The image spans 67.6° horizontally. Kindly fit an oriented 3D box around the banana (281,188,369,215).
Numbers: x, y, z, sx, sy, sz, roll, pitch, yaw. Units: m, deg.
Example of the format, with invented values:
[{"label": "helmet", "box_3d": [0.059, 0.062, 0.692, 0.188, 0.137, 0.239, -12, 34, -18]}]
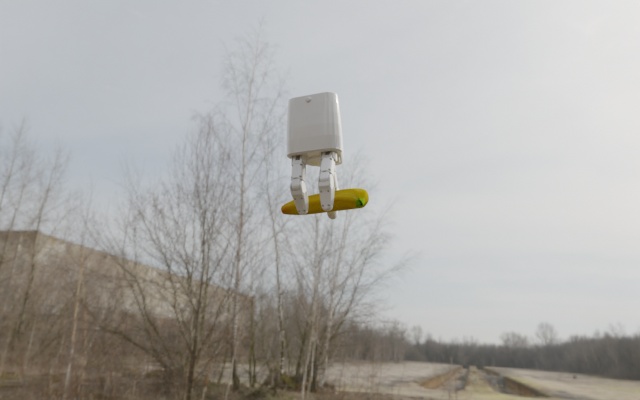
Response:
[{"label": "banana", "box_3d": [0.016, 0.002, 0.834, 0.069, 0.037, 0.198, -3, -4, -45]}]
